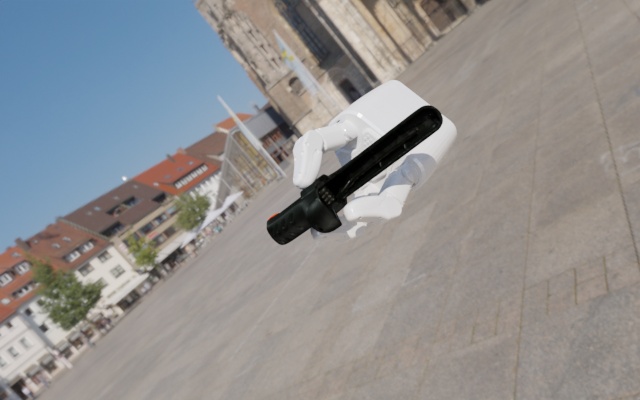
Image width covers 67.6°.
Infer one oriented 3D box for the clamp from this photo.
[{"bbox_3d":[-0.001,0.001,0.429,0.210,0.036,0.164,-33,6,48],"label":"clamp"}]
